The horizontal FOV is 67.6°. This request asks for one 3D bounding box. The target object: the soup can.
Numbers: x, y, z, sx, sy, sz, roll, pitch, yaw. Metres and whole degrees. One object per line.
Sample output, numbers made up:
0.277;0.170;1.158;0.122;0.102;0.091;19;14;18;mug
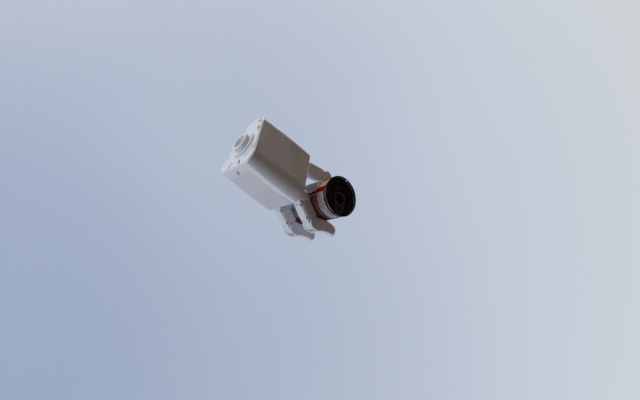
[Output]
0.000;0.003;0.803;0.068;0.068;0.102;0;-11;-42;soup can
